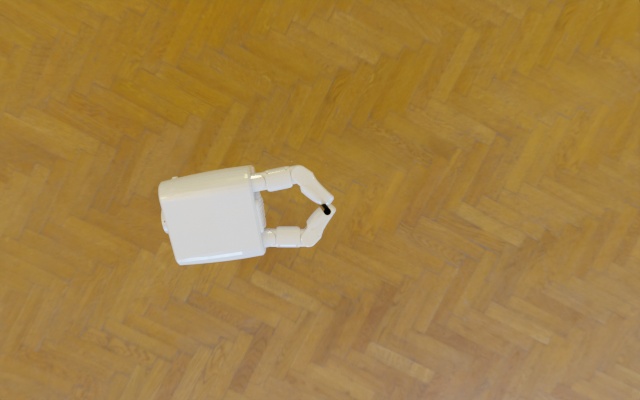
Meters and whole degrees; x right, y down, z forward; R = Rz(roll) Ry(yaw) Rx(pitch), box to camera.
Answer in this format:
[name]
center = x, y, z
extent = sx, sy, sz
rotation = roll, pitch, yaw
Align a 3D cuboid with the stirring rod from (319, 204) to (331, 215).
[stirring rod]
center = 0.000, 0.002, 0.624
extent = 0.011, 0.011, 0.239
rotation = 0, 5, -3
